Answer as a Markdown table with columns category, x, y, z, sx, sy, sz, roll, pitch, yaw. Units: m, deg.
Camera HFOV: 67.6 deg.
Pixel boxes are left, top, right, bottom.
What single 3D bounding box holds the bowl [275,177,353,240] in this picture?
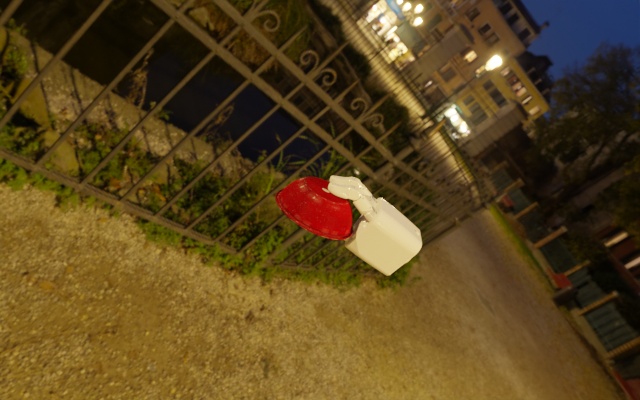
| category | x | y | z | sx | sy | sz | roll | pitch | yaw |
| --- | --- | --- | --- | --- | --- | --- | --- | --- | --- |
| bowl | -0.001 | 0.002 | 0.883 | 0.162 | 0.055 | 0.162 | 24 | 22 | -10 |
